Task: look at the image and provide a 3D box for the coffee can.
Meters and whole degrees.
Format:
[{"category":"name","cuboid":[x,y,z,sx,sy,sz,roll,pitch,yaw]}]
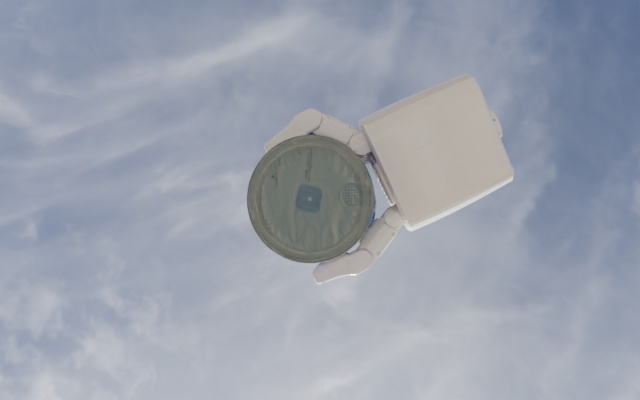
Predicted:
[{"category":"coffee can","cuboid":[0.000,0.002,0.446,0.103,0.103,0.140,0,-2,7]}]
